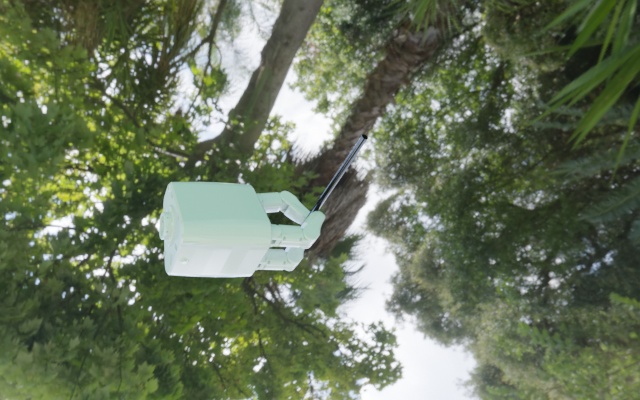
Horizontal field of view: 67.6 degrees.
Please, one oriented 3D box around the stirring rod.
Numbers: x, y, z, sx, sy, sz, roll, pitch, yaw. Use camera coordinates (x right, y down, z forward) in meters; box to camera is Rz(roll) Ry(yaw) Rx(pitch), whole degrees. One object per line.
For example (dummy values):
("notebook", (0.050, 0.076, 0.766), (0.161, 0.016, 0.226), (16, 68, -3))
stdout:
("stirring rod", (0.000, 0.002, 0.621), (0.011, 0.011, 0.240), (0, -38, -32))
